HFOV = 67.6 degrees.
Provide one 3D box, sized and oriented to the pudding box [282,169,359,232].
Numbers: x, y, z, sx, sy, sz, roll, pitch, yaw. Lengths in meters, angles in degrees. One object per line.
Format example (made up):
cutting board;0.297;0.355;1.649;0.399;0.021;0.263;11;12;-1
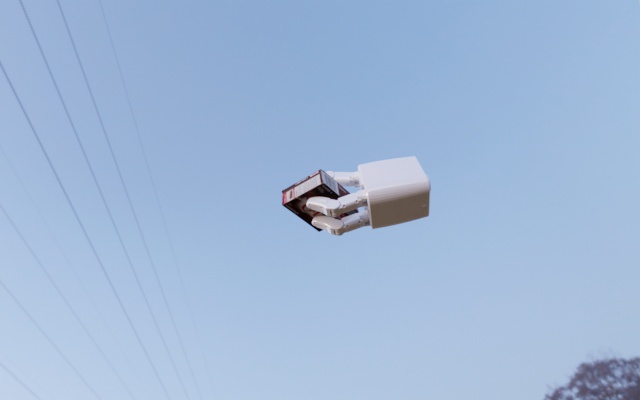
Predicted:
pudding box;0.000;0.003;0.844;0.090;0.039;0.113;-29;-46;24
